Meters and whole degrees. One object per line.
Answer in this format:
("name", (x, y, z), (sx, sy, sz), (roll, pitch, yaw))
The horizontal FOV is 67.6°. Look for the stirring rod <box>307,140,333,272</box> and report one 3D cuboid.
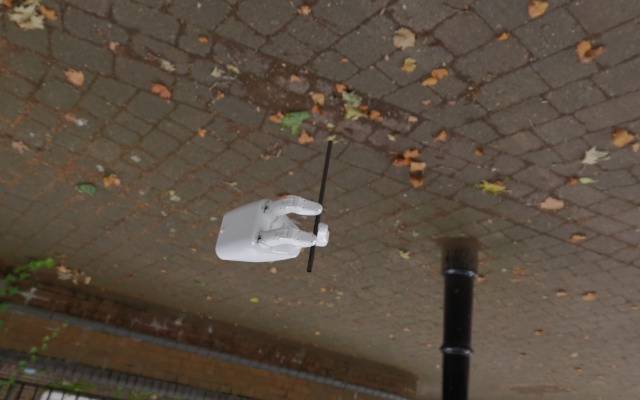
("stirring rod", (0.000, 0.003, 0.782), (0.011, 0.239, 0.011), (7, -27, 4))
